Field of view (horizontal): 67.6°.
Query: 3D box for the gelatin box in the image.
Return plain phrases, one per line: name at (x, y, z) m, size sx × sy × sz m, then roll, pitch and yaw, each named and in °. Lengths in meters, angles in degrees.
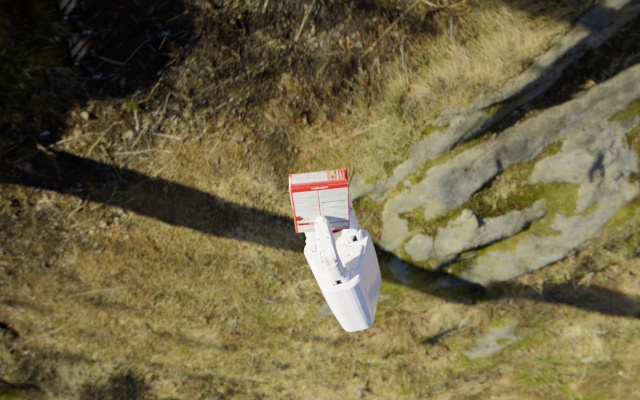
gelatin box at (0.000, 0.002, 0.620) m, size 0.073 × 0.030 × 0.089 m, roll -6°, pitch -44°, yaw 0°
